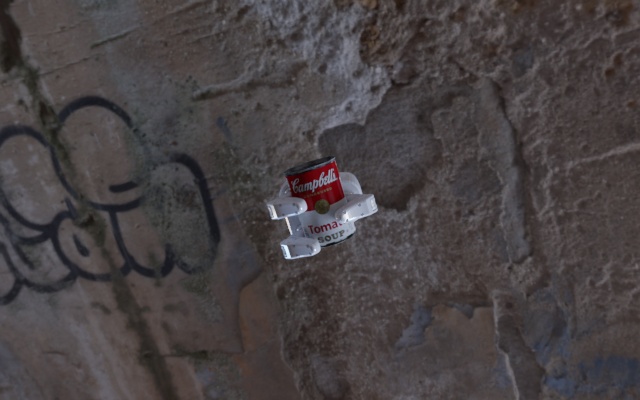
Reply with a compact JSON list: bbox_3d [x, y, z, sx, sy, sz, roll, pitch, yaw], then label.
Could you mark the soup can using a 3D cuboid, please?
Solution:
[{"bbox_3d":[0.000,0.002,0.613,0.068,0.102,0.068,-17,11,3],"label":"soup can"}]
